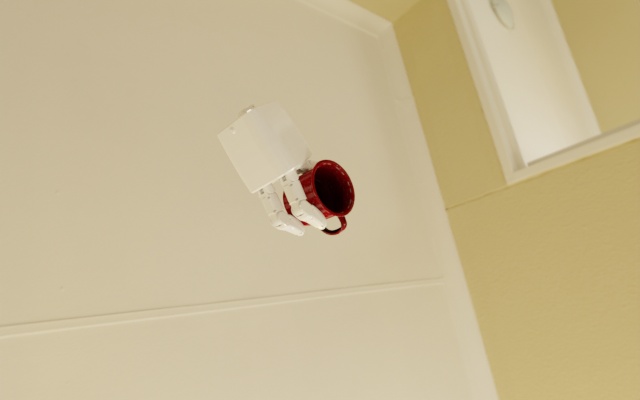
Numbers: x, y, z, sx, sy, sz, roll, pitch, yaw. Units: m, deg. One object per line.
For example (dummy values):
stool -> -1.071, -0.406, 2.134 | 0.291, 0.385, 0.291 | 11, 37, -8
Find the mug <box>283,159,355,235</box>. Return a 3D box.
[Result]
mug -> 0.001, 0.004, 0.762 | 0.081, 0.117, 0.093 | -24, 8, 42
